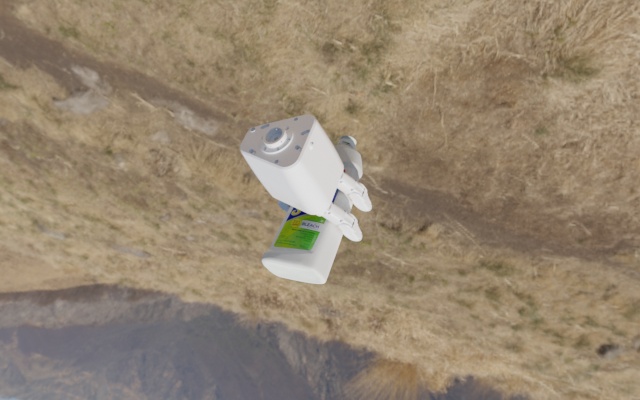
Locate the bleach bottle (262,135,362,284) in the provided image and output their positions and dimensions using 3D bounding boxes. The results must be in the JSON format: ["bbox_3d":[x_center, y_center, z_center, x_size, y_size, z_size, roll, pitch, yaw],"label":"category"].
[{"bbox_3d":[0.000,0.003,0.757,0.102,0.250,0.068,5,-30,28],"label":"bleach bottle"}]
